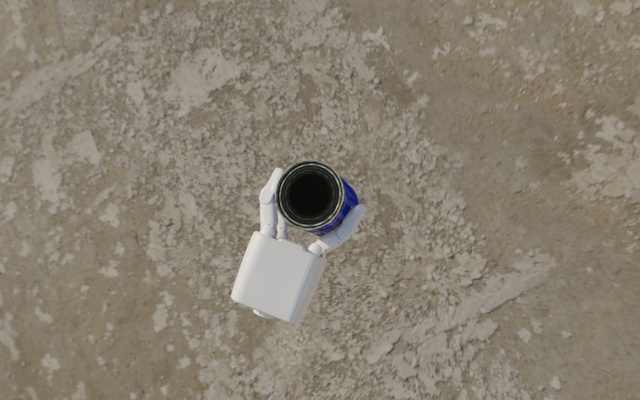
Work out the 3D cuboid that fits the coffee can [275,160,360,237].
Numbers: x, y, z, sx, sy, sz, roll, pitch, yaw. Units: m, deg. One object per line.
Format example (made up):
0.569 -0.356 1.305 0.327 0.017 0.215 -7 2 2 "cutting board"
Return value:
0.000 0.002 0.744 0.103 0.103 0.140 0 -9 14 "coffee can"
